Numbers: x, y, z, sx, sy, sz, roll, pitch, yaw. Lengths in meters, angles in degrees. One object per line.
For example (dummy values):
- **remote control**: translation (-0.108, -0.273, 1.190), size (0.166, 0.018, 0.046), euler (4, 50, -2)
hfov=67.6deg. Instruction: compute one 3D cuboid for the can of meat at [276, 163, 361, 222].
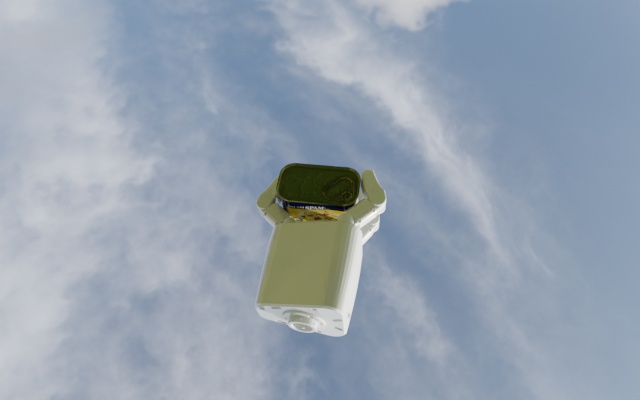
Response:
- **can of meat**: translation (0.000, 0.002, 0.616), size (0.102, 0.057, 0.084), euler (5, -34, 8)
